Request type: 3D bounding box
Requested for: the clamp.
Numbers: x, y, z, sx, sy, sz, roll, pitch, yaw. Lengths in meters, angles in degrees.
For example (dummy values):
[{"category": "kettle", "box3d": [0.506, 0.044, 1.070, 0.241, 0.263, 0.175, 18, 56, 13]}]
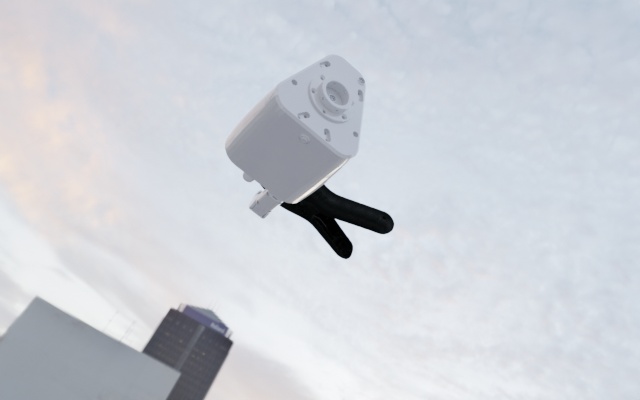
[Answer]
[{"category": "clamp", "box3d": [0.000, 0.001, 0.545, 0.171, 0.039, 0.120, 38, -37, -15]}]
